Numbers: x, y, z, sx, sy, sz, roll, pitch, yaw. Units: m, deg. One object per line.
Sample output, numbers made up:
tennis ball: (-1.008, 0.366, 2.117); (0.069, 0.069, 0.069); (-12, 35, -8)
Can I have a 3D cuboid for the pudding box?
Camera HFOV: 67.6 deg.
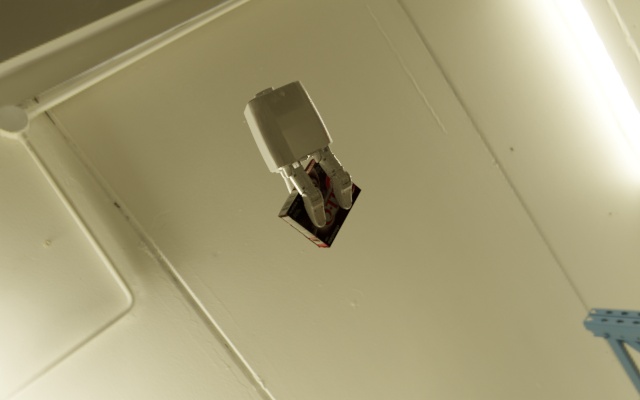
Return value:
pudding box: (0.000, 0.002, 0.732); (0.090, 0.113, 0.039); (38, -21, -20)
